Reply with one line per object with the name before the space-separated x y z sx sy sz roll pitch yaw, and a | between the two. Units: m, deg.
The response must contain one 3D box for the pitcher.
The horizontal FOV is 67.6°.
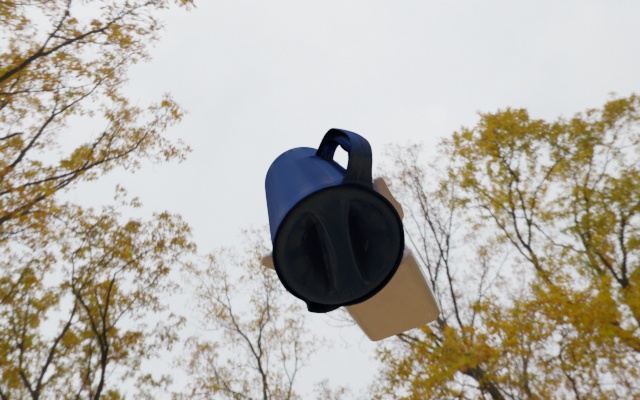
pitcher | 0.000 0.002 0.567 0.149 0.145 0.242 -34 22 1
